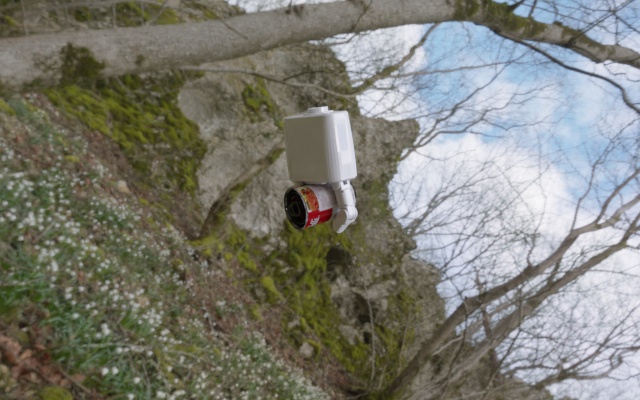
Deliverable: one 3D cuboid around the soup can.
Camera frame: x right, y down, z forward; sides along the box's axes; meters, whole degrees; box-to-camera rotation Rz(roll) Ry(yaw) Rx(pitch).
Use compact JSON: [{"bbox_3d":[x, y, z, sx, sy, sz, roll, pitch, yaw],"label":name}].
[{"bbox_3d":[0.000,0.003,0.784,0.102,0.068,0.068,-15,8,-32],"label":"soup can"}]
